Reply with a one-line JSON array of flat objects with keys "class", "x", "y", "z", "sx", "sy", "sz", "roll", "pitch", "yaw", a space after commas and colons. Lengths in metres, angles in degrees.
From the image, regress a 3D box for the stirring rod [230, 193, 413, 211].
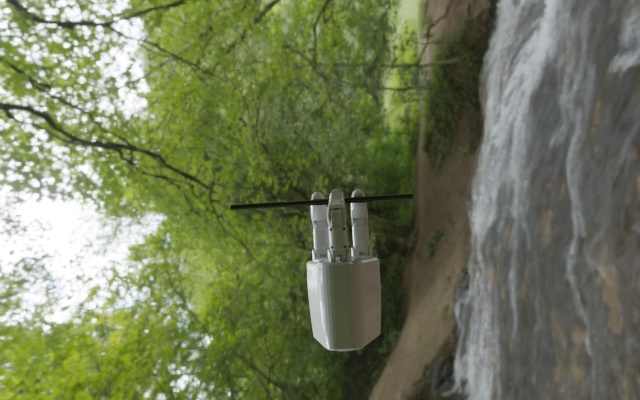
[{"class": "stirring rod", "x": 0.000, "y": 0.002, "z": 0.629, "sx": 0.239, "sy": 0.011, "sz": 0.011, "roll": -4, "pitch": 0, "yaw": 5}]
